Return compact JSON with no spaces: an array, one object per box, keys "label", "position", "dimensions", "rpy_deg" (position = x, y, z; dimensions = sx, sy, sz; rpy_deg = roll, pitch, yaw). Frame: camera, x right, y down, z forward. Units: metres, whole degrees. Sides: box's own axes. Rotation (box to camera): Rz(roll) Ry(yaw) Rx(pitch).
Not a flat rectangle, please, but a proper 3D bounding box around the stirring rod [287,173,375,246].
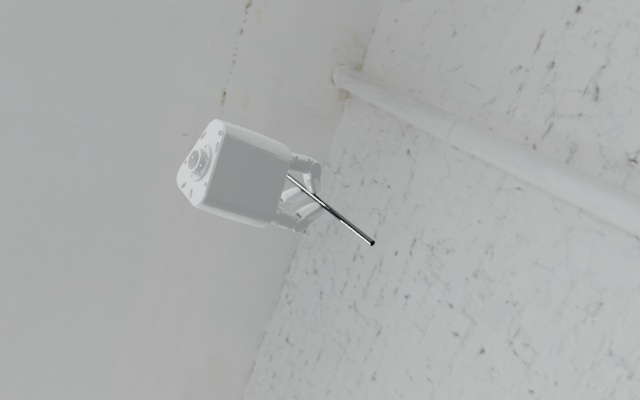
[{"label":"stirring rod","position":[0.000,0.002,0.682],"dimensions":[0.011,0.011,0.239],"rpy_deg":[0,25,-37]}]
